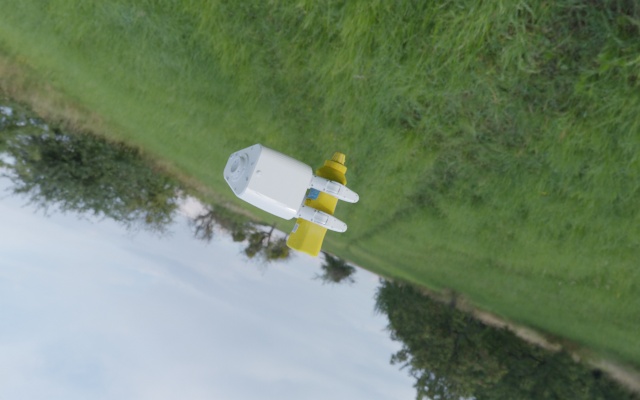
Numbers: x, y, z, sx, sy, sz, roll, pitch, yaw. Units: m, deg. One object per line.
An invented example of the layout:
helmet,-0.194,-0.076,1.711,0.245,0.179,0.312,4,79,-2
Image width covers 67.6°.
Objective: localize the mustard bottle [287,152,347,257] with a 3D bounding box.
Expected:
mustard bottle,0.000,0.003,0.861,0.058,0.191,0.096,23,-4,-11
